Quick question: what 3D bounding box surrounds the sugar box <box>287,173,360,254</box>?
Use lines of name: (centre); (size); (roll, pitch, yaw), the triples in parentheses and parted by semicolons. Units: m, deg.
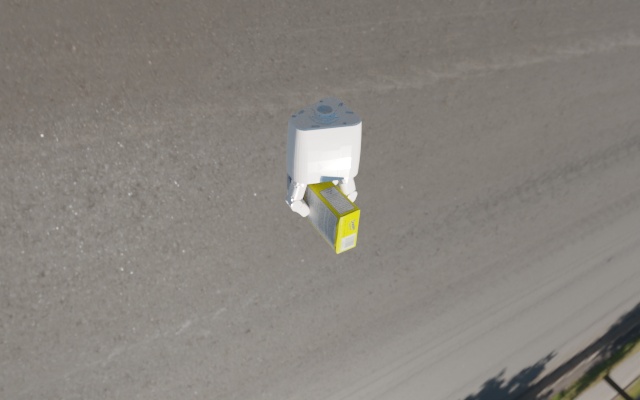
sugar box: (0.001, 0.003, 0.849); (0.048, 0.093, 0.176); (-20, 48, -24)
